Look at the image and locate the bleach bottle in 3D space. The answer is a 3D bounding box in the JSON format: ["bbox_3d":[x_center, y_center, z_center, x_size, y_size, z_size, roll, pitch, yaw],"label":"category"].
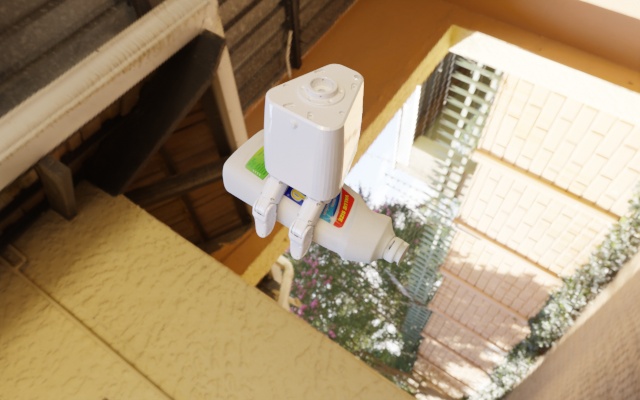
[{"bbox_3d":[0.000,0.002,0.612,0.251,0.068,0.102,29,54,19],"label":"bleach bottle"}]
